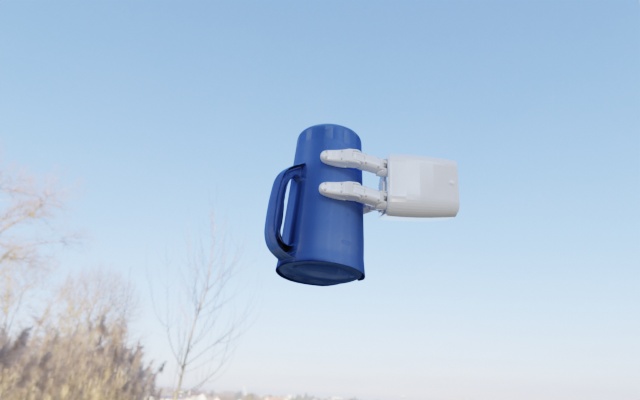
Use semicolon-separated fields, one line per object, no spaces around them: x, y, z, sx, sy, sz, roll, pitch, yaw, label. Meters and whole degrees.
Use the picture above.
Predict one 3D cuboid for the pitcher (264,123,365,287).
0.000;0.002;0.742;0.145;0.242;0.149;3;-24;2;pitcher
